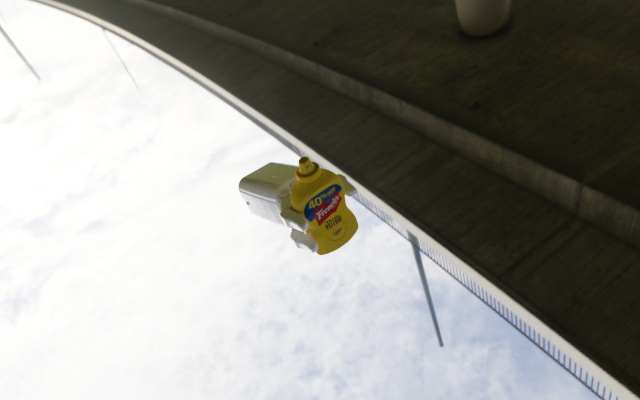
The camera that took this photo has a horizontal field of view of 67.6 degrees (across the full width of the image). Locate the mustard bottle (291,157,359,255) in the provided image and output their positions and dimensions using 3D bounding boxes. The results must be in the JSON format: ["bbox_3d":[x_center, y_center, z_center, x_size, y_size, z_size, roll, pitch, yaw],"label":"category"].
[{"bbox_3d":[0.000,0.003,0.818,0.096,0.192,0.058,-33,41,-13],"label":"mustard bottle"}]
